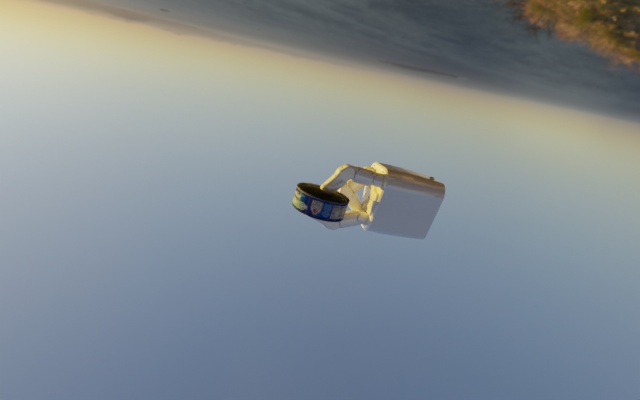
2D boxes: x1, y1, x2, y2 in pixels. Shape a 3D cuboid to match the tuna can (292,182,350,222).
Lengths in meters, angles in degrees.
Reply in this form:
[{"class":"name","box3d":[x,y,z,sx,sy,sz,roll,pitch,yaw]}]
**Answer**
[{"class":"tuna can","box3d":[0.000,0.003,0.746,0.086,0.034,0.086,16,14,-4]}]
